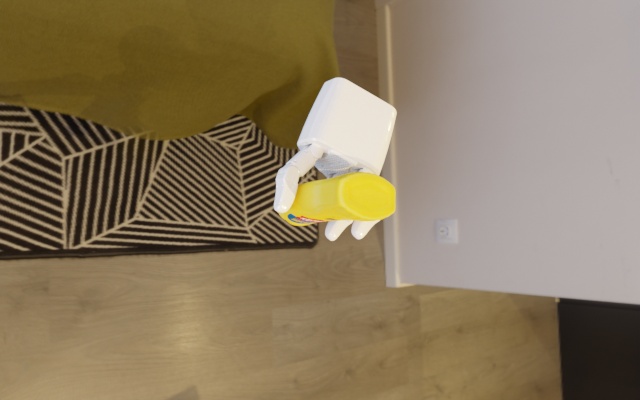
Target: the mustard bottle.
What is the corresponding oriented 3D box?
[{"bbox_3d":[0.000,0.002,0.634,0.096,0.058,0.191,5,-7,-38],"label":"mustard bottle"}]
